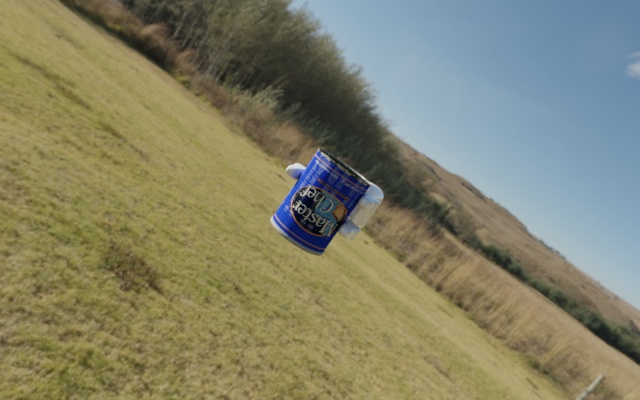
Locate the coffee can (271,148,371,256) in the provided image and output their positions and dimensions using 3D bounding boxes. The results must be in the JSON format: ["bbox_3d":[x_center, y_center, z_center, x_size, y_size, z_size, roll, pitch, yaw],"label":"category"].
[{"bbox_3d":[0.000,0.003,0.767,0.103,0.140,0.103,34,10,-6],"label":"coffee can"}]
